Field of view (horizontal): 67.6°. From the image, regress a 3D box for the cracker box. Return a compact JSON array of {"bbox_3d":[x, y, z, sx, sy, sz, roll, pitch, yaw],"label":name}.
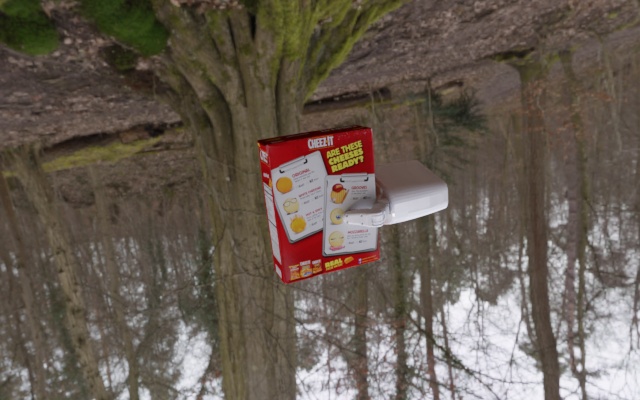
[{"bbox_3d":[0.000,0.003,0.732,0.164,0.214,0.072,-12,17,-19],"label":"cracker box"}]
